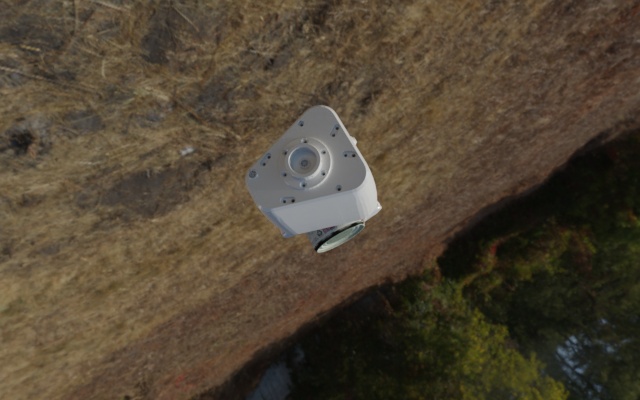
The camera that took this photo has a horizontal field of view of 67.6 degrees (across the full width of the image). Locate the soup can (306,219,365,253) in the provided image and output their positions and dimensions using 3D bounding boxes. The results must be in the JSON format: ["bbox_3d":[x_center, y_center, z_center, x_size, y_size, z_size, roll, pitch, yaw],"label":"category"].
[{"bbox_3d":[0.000,0.002,0.568,0.068,0.102,0.068,-27,-16,-8],"label":"soup can"}]
